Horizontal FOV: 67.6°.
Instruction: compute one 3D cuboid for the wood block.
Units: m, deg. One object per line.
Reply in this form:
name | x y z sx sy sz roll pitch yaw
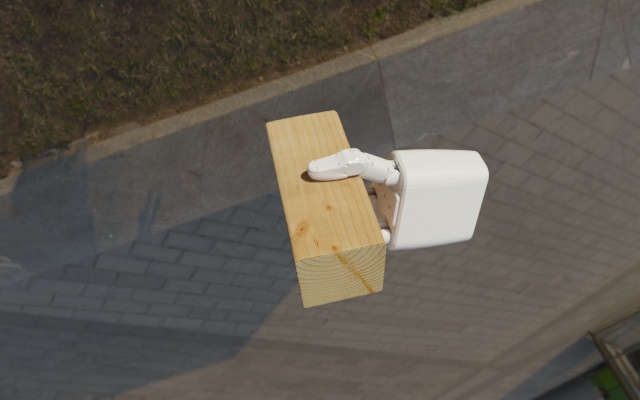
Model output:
wood block | 0.000 0.002 0.543 0.090 0.206 0.091 -11 -41 -6
